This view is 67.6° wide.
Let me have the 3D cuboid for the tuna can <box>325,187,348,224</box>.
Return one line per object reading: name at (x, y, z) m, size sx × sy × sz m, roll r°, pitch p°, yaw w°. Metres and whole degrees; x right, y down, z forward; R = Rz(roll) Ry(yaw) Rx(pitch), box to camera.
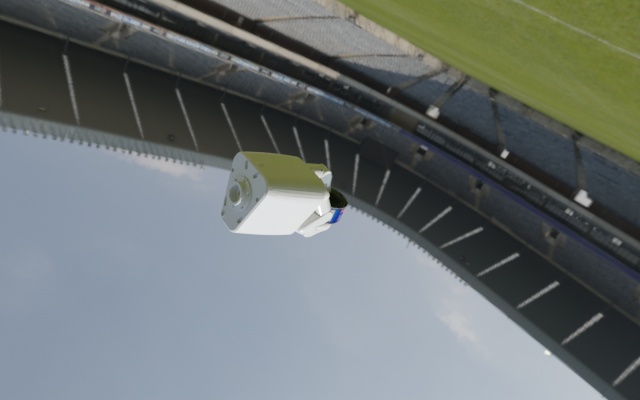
tuna can at (0.000, 0.003, 0.802) m, size 0.086 × 0.034 × 0.086 m, roll 20°, pitch 23°, yaw -9°
